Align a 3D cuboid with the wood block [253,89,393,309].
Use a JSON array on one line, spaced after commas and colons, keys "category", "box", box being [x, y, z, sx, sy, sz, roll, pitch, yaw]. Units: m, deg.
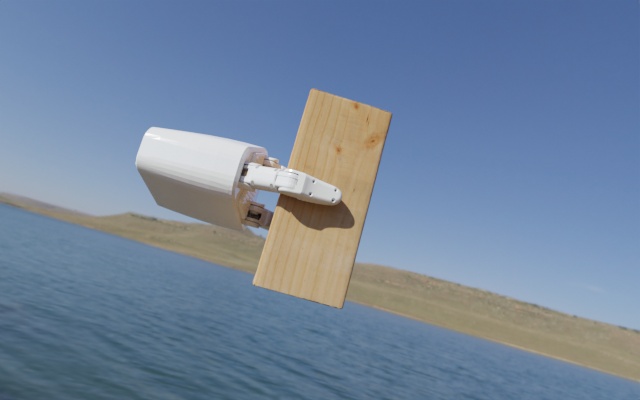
[{"category": "wood block", "box": [0.000, 0.001, 0.511, 0.090, 0.206, 0.091, 16, -10, -5]}]
